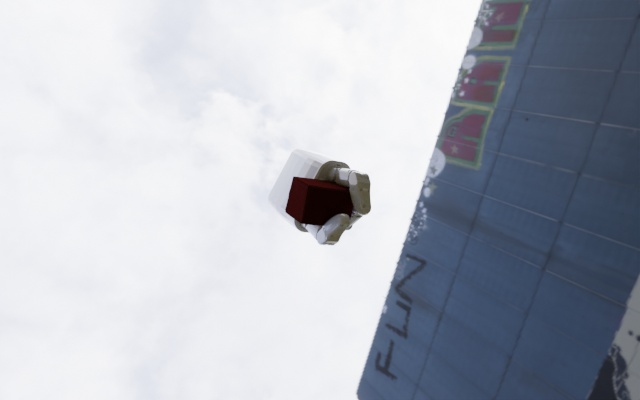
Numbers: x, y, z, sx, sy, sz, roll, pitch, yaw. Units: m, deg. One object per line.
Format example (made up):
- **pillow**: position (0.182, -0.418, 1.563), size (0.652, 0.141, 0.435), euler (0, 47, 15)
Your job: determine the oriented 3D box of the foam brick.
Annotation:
- **foam brick**: position (0.000, 0.002, 0.645), size (0.078, 0.053, 0.051), euler (7, 14, -33)
